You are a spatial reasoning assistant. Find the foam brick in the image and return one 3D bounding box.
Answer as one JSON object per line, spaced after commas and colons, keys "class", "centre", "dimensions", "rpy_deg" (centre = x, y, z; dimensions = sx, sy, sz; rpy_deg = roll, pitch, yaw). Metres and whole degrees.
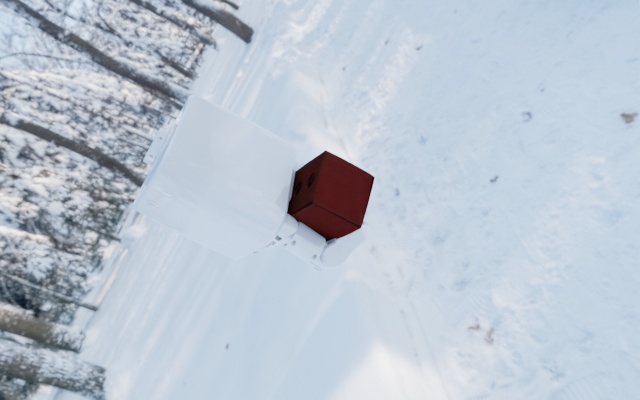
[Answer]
{"class": "foam brick", "centre": [0.000, 0.001, 0.419], "dimensions": [0.051, 0.053, 0.078], "rpy_deg": [29, -31, -21]}
